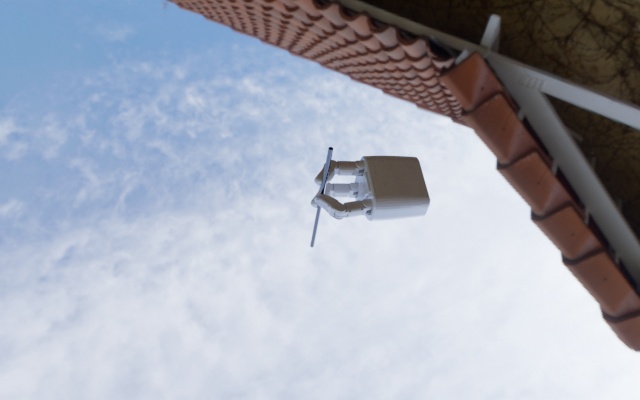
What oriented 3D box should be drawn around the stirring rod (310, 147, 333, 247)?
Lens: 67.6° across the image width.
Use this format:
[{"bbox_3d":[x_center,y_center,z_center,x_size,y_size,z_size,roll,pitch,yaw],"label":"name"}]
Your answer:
[{"bbox_3d":[0.000,0.003,0.834,0.011,0.011,0.240,6,-45,-5],"label":"stirring rod"}]
